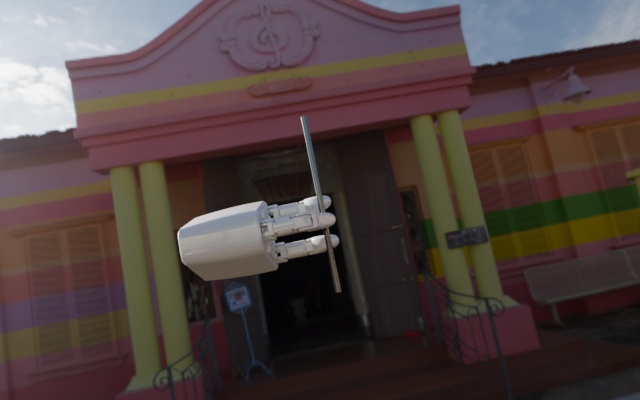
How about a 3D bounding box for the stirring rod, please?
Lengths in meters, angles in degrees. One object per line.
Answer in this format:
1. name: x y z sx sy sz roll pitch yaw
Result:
1. stirring rod: 0.000 0.002 0.636 0.011 0.239 0.011 -11 -8 -2
